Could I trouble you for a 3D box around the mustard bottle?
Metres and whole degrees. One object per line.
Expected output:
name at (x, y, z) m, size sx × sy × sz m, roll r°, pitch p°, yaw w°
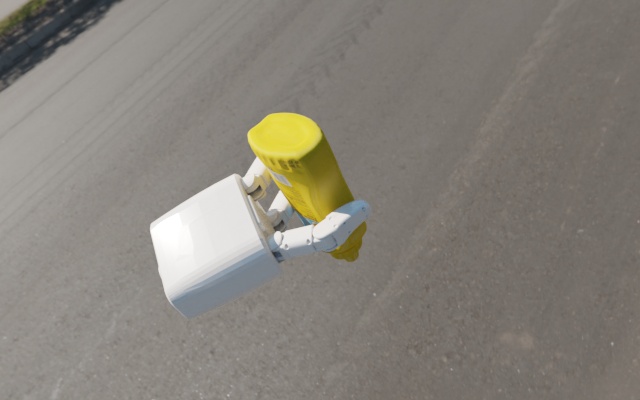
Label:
mustard bottle at (0.000, 0.001, 0.500) m, size 0.058 × 0.192 × 0.096 m, roll -44°, pitch 41°, yaw -18°
